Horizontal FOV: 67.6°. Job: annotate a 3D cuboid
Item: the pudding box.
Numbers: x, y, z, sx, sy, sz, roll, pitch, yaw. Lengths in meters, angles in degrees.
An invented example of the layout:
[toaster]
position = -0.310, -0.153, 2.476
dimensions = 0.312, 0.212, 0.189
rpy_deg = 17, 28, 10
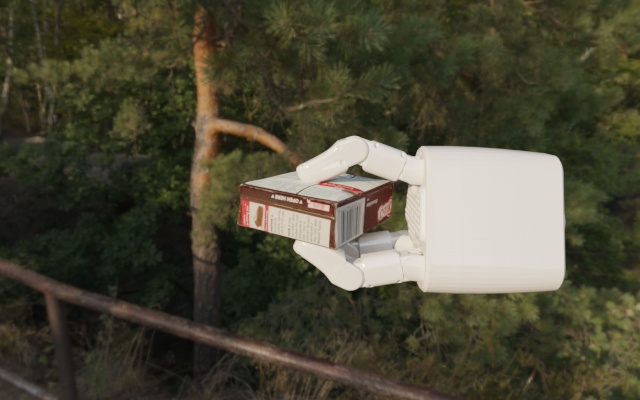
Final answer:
[pudding box]
position = 0.000, 0.001, 0.402
dimensions = 0.090, 0.039, 0.113
rpy_deg = 11, 14, 28
